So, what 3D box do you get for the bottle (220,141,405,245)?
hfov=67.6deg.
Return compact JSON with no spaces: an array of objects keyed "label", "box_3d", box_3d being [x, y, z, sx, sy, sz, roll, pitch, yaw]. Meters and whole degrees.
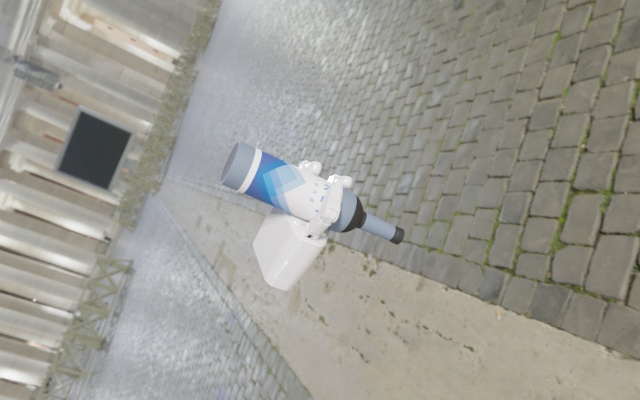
[{"label":"bottle","box_3d":[0.000,0.002,0.716,0.296,0.069,0.069,24,-8,-20]}]
